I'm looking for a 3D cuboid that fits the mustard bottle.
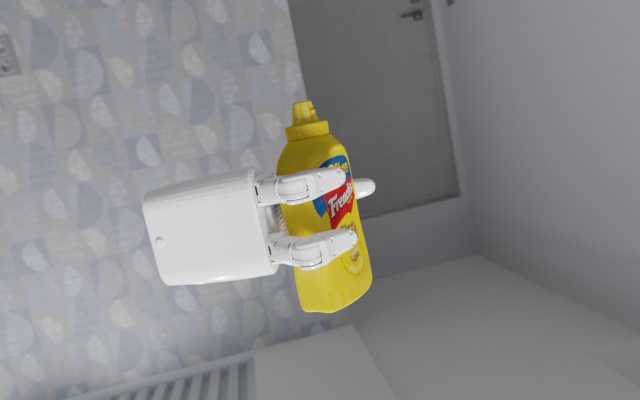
[{"bbox_3d":[0.000,0.002,0.458,0.058,0.191,0.096,-5,11,34],"label":"mustard bottle"}]
